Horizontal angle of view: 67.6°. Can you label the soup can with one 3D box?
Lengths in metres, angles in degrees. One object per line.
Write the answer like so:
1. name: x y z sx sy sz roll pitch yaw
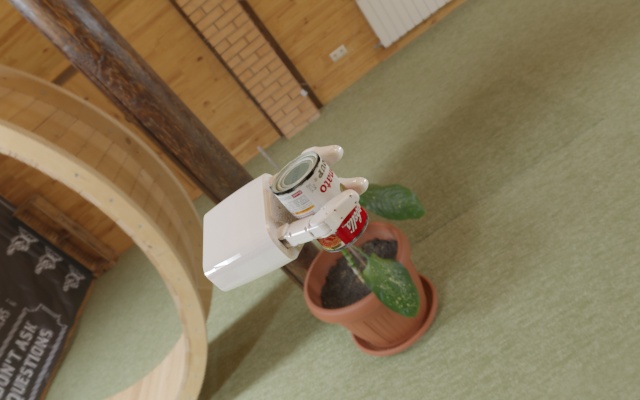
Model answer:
1. soup can: 0.000 0.001 0.553 0.068 0.068 0.102 0 -42 52
